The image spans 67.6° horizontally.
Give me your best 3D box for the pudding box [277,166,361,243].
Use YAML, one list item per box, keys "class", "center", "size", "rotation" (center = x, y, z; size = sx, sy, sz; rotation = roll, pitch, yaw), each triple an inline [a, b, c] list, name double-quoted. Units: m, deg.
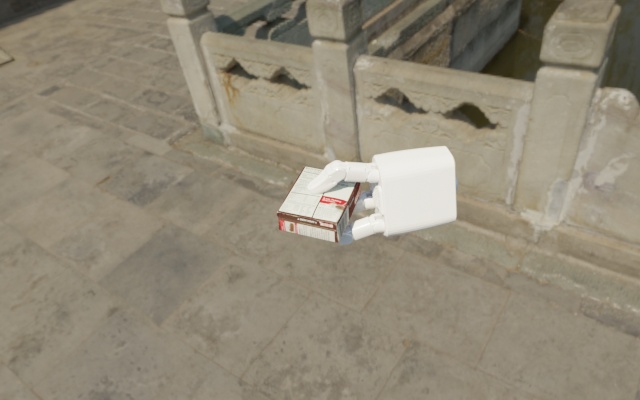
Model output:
- class: "pudding box"
  center: [0.000, 0.002, 0.678]
  size: [0.090, 0.039, 0.113]
  rotation: [11, 41, 17]
